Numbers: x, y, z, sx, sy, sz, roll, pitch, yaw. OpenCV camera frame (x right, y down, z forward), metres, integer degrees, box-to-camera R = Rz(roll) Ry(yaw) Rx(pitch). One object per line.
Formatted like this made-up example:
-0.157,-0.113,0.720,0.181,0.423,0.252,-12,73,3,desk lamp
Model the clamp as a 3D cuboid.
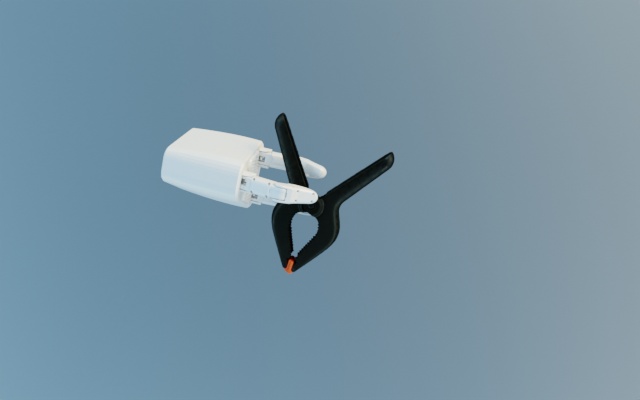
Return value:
0.000,0.003,0.643,0.164,0.210,0.036,14,11,5,clamp
